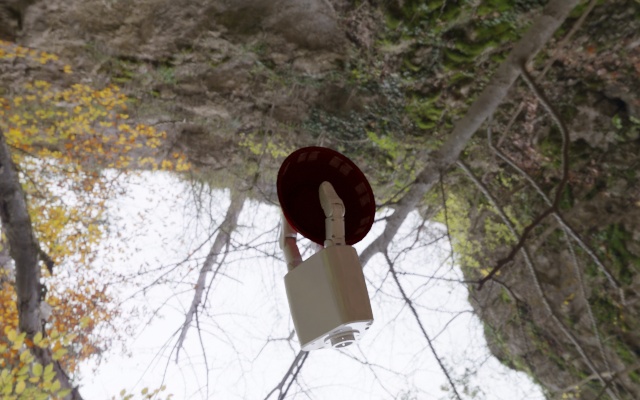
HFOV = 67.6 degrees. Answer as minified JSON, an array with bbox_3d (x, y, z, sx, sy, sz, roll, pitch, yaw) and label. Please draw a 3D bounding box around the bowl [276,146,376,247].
[{"bbox_3d":[0.000,0.001,0.706,0.162,0.162,0.055,0,-24,-30],"label":"bowl"}]
